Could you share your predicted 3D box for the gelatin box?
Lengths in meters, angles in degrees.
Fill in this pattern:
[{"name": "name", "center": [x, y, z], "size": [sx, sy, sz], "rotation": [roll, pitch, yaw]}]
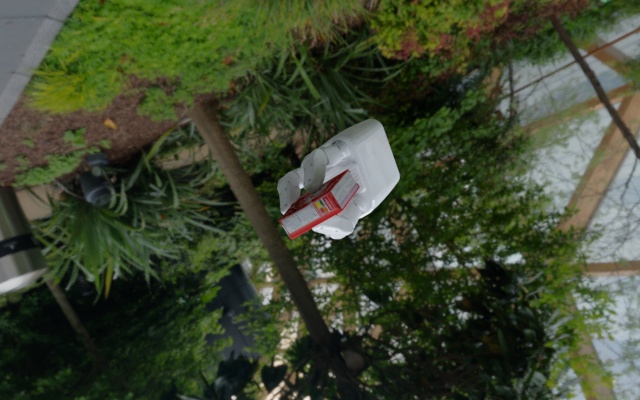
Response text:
[{"name": "gelatin box", "center": [0.000, 0.002, 0.556], "size": [0.073, 0.030, 0.089], "rotation": [-29, 9, 25]}]
